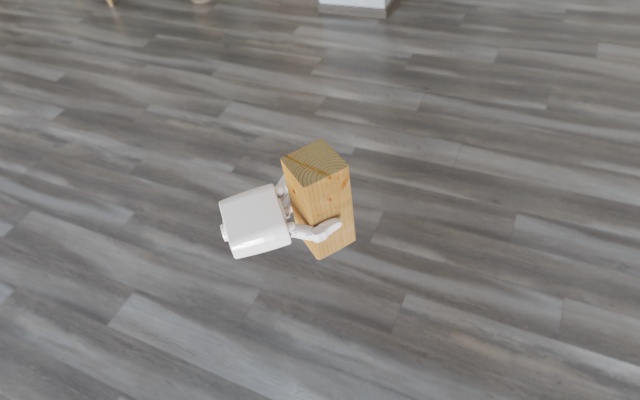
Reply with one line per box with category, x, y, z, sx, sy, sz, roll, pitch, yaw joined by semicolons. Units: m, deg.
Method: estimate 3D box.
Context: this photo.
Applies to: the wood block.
wood block;0.000;0.003;0.885;0.090;0.206;0.090;-27;50;-15
